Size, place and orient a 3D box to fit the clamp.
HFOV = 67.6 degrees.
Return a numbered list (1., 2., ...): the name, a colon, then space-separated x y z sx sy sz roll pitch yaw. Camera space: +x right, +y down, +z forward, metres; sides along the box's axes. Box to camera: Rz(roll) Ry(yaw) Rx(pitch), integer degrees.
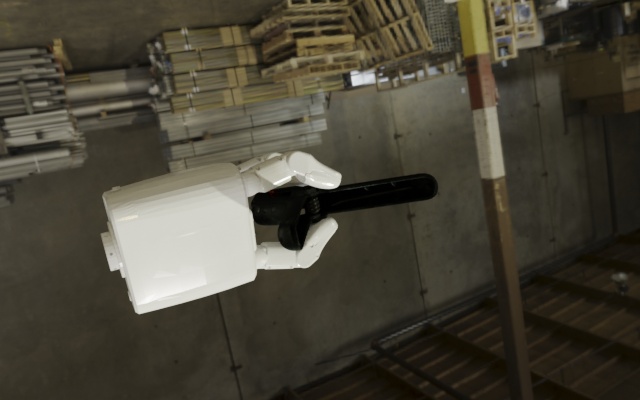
1. clamp: 0.000 0.002 0.478 0.164 0.036 0.210 -16 11 -25
